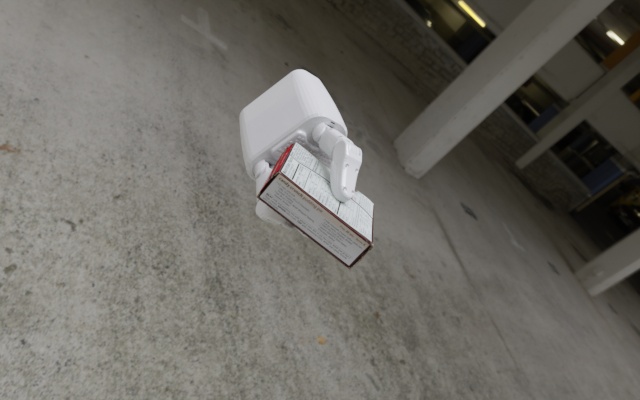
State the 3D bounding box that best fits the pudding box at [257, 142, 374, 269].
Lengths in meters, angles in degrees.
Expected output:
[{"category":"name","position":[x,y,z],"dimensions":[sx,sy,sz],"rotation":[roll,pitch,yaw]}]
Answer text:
[{"category":"pudding box","position":[0.000,0.001,0.464],"dimensions":[0.113,0.039,0.090],"rotation":[37,24,-9]}]
